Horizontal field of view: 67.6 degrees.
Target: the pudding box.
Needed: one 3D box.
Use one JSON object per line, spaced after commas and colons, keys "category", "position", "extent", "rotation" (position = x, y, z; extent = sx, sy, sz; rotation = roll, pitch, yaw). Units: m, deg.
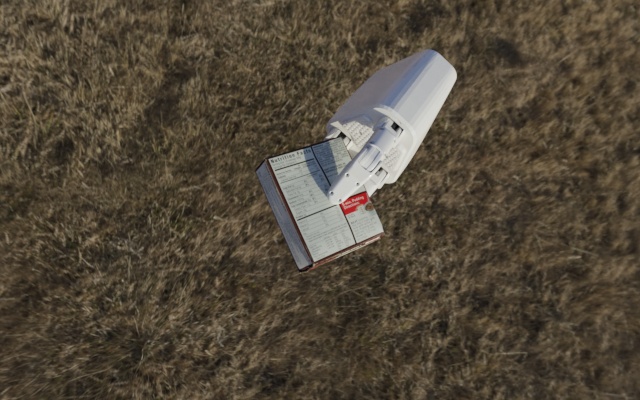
{"category": "pudding box", "position": [0.000, 0.001, 0.467], "extent": [0.090, 0.113, 0.039], "rotation": [-20, -10, -28]}
